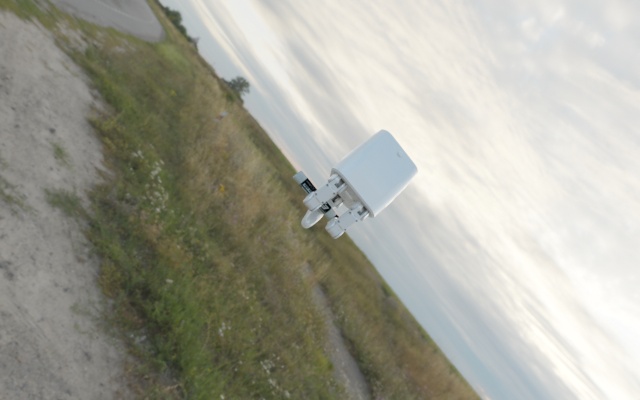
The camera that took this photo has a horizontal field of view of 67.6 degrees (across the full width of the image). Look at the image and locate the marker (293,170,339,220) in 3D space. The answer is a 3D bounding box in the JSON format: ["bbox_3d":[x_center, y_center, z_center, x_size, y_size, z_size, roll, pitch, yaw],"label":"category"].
[{"bbox_3d":[0.000,0.003,0.783,0.020,0.121,0.020,-39,9,7],"label":"marker"}]
